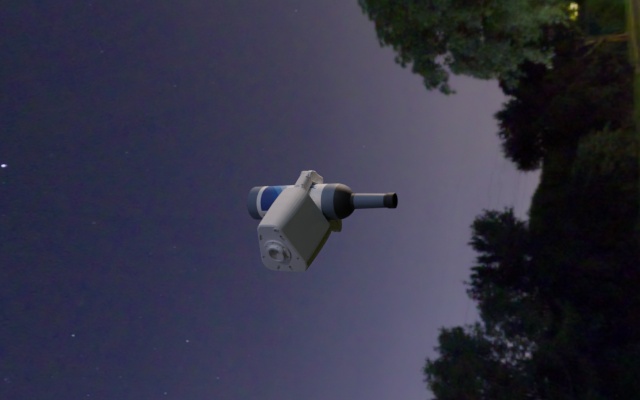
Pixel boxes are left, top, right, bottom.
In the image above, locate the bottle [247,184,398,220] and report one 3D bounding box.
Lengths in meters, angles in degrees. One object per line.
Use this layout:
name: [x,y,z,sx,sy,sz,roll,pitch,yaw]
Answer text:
bottle: [0.000,0.003,0.892,0.296,0.069,0.069,-1,-1,29]
